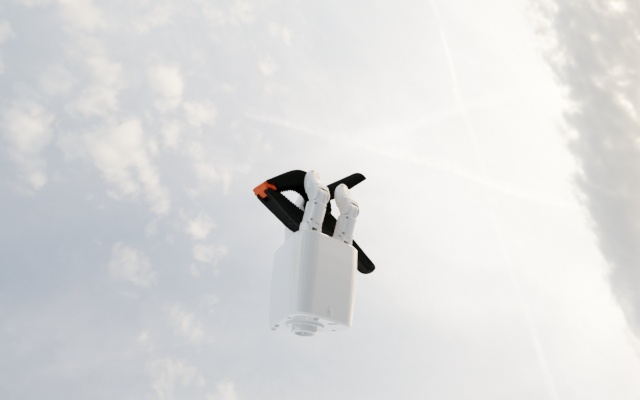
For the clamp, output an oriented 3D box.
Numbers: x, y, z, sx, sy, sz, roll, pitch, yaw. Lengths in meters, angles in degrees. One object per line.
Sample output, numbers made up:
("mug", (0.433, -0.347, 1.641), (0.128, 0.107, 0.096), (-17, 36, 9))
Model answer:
("clamp", (-0.001, 0.003, 0.682), (0.210, 0.164, 0.036), (25, -38, -33))
